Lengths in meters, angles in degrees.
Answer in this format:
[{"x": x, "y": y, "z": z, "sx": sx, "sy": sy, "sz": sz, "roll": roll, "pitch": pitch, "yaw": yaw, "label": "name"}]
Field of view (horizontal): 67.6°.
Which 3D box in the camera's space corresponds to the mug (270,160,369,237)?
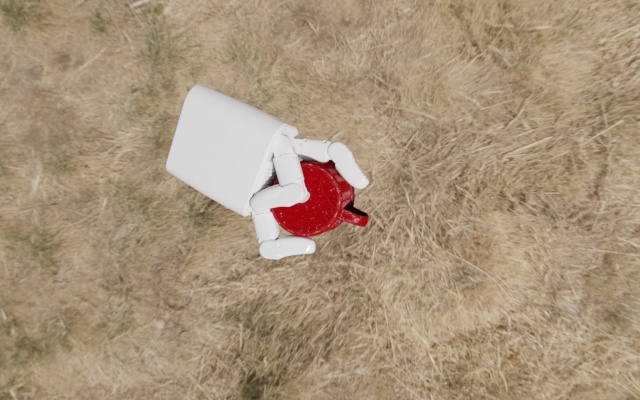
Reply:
[{"x": 0.001, "y": 0.003, "z": 0.545, "sx": 0.117, "sy": 0.093, "sz": 0.081, "roll": 27, "pitch": 8, "yaw": 7, "label": "mug"}]
